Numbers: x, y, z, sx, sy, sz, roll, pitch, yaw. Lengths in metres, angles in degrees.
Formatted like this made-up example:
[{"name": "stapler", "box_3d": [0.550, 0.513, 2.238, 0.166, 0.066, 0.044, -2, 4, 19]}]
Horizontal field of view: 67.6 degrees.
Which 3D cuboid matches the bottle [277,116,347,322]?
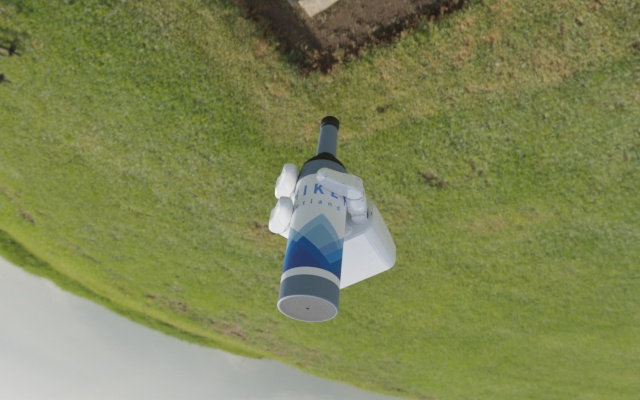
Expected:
[{"name": "bottle", "box_3d": [0.000, 0.002, 0.605, 0.069, 0.295, 0.069, 4, -38, 3]}]
